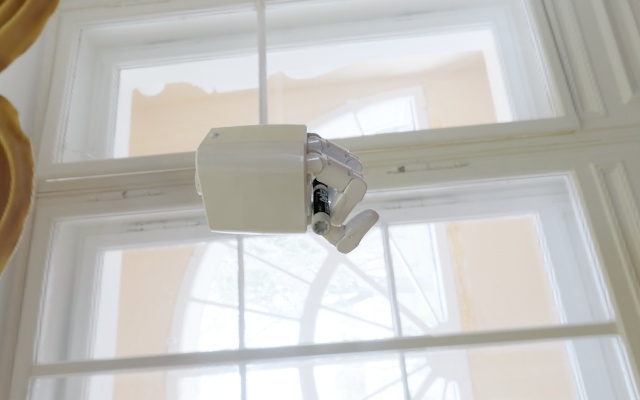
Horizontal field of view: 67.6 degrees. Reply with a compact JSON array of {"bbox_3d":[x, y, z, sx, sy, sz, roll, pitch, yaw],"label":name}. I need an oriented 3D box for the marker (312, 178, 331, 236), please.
[{"bbox_3d":[0.000,0.002,0.512,0.020,0.020,0.121,0,24,-1],"label":"marker"}]
